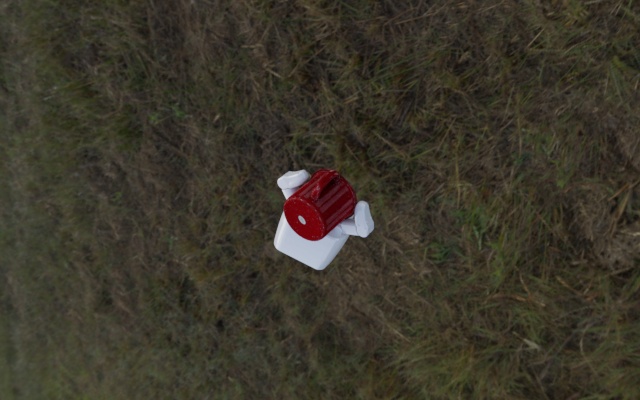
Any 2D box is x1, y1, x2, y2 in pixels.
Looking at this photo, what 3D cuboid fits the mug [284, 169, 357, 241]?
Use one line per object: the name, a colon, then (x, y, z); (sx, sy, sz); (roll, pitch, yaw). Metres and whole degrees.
mug: (0.000, 0.002, 0.733); (0.093, 0.117, 0.081); (38, 49, 14)
